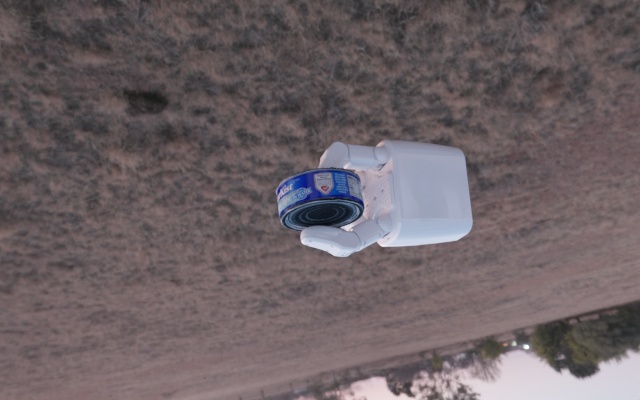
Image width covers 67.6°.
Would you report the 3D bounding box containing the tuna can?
[{"bbox_3d":[0.000,0.002,0.473,0.086,0.033,0.086,-7,-23,-3],"label":"tuna can"}]
